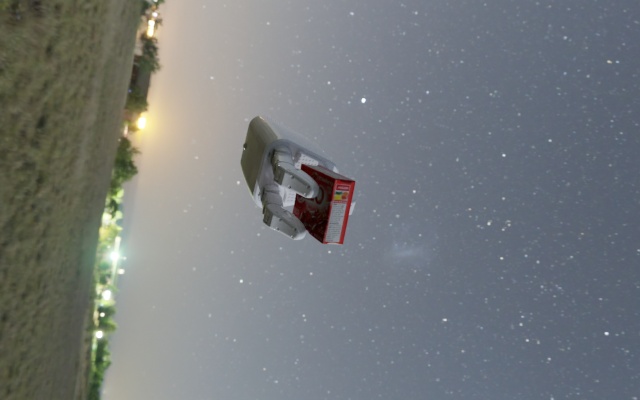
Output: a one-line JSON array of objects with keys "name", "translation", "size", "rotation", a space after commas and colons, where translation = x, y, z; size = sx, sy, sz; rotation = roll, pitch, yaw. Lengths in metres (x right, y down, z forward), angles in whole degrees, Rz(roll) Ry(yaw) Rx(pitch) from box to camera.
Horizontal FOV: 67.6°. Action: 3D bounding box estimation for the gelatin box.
[{"name": "gelatin box", "translation": [0.001, 0.002, 0.547], "size": [0.030, 0.073, 0.089], "rotation": [5, 13, -29]}]
